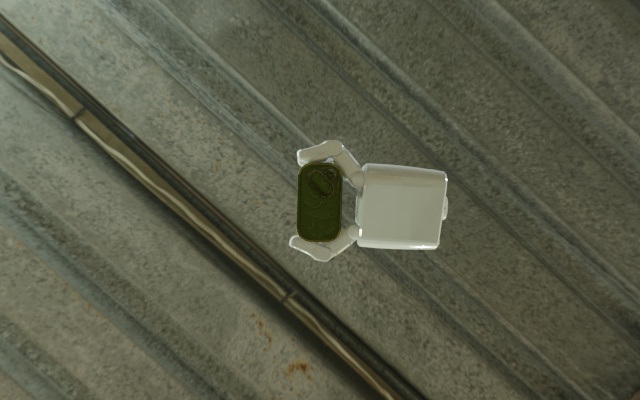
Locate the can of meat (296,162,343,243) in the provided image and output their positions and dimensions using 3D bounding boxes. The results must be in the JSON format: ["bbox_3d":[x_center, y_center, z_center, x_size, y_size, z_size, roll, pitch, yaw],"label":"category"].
[{"bbox_3d":[0.000,0.002,0.644,0.057,0.102,0.084,1,1,2],"label":"can of meat"}]
